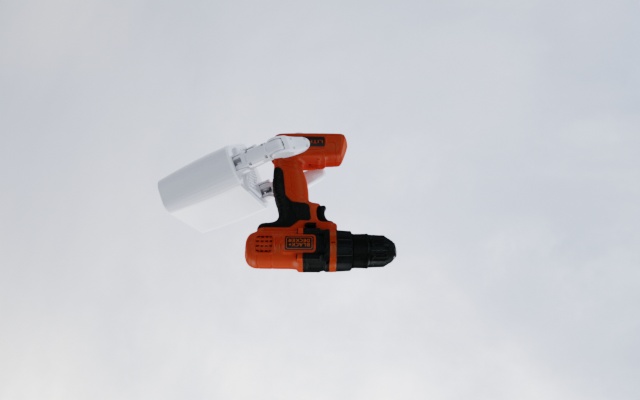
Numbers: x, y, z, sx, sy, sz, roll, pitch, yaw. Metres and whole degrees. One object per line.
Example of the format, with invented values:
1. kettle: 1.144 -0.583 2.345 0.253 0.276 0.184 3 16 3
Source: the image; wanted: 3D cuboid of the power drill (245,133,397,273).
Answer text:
1. power drill: 0.000 0.002 0.614 0.184 0.187 0.057 1 -30 -3
